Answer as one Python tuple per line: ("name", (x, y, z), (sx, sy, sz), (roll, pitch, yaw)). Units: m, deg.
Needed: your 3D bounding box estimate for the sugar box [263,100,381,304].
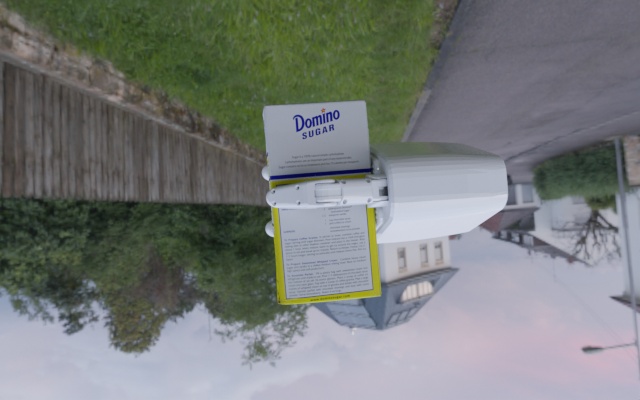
("sugar box", (0.000, 0.002, 0.436), (0.093, 0.176, 0.048), (-4, -1, -8))
